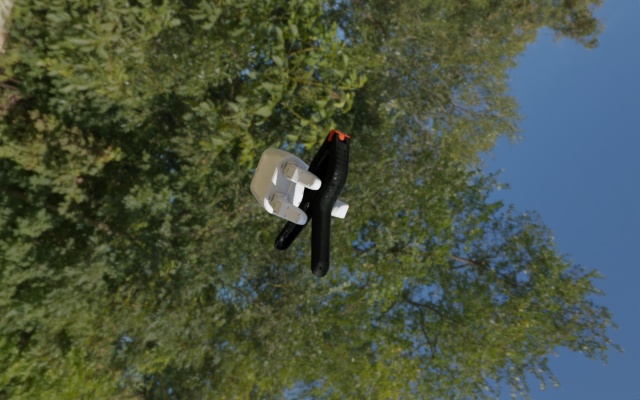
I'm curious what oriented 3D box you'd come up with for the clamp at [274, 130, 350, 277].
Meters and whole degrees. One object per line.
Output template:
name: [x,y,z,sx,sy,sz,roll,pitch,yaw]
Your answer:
clamp: [0.001,0.002,0.695,0.036,0.210,0.164,19,7,-28]
